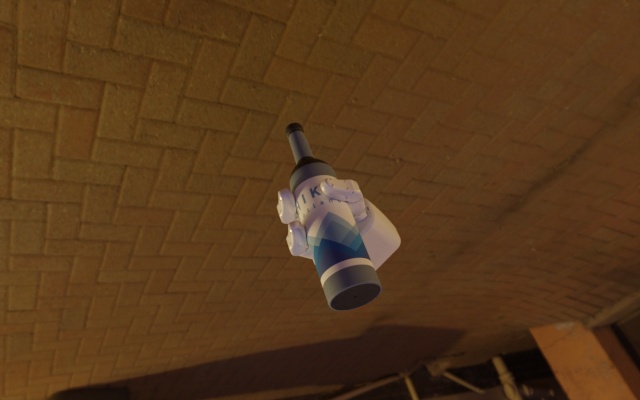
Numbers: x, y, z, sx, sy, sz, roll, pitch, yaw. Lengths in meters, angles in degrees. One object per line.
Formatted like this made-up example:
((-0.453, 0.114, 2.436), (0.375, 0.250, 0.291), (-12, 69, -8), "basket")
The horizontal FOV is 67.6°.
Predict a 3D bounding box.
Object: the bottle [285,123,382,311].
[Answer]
((0.000, 0.002, 0.648), (0.069, 0.295, 0.069), (-13, -36, -10), "bottle")
